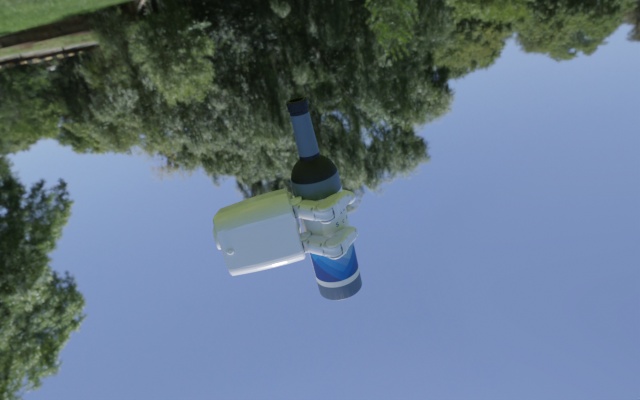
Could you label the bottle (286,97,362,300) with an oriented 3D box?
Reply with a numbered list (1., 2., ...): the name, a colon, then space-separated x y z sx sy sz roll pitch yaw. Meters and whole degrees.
1. bottle: 0.000 0.002 0.668 0.069 0.296 0.069 -11 25 5
